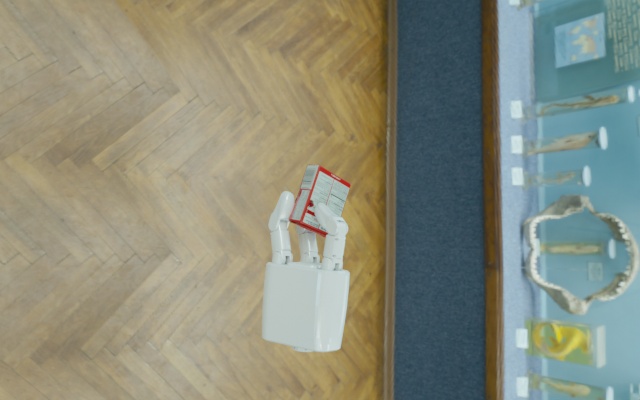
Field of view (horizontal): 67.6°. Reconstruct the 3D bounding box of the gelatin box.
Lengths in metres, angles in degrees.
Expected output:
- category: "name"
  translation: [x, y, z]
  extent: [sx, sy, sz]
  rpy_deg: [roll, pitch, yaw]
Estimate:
- category: "gelatin box"
  translation: [0.001, 0.002, 0.691]
  extent: [0.030, 0.089, 0.073]
  rpy_deg: [8, -14, 47]
